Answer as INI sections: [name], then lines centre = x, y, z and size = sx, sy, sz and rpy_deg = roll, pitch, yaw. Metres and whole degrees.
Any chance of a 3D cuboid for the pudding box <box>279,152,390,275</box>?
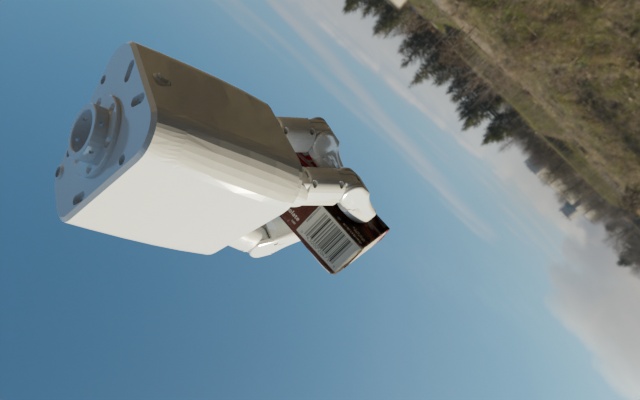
[pudding box]
centre = 0.000, 0.001, 0.405
size = 0.039, 0.113, 0.090
rpy_deg = -44, -9, 21
